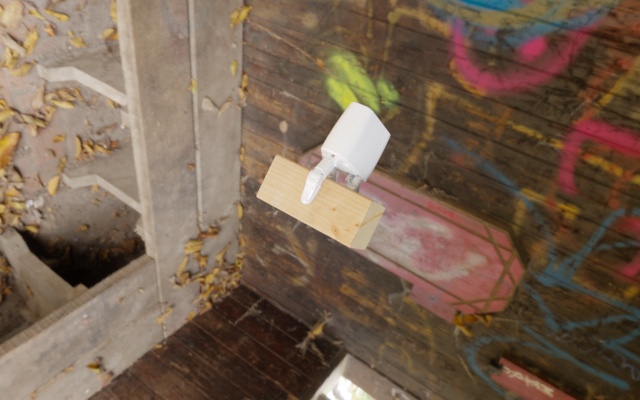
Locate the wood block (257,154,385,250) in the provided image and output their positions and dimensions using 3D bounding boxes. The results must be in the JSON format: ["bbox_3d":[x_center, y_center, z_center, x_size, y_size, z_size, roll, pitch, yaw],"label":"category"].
[{"bbox_3d":[0.000,0.003,0.876,0.206,0.090,0.091,27,2,23],"label":"wood block"}]
